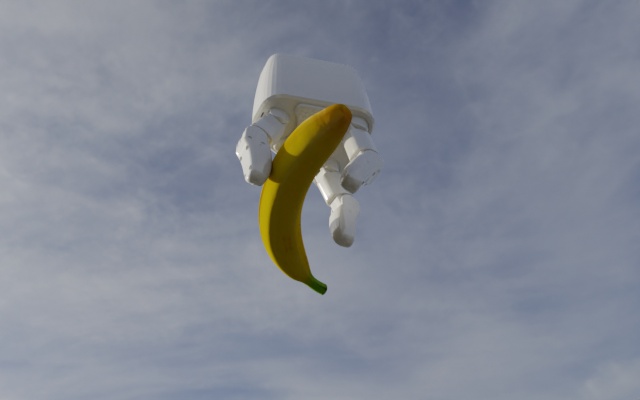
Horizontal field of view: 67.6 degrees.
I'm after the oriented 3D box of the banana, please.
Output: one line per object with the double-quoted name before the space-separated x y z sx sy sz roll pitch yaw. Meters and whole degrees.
"banana" -0.019 0.002 0.411 0.069 0.198 0.037 5 38 -1
